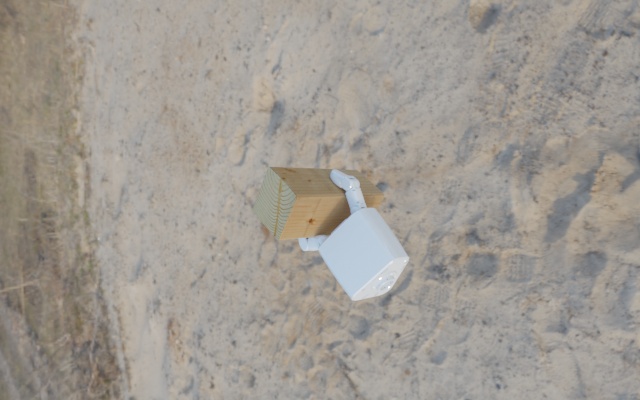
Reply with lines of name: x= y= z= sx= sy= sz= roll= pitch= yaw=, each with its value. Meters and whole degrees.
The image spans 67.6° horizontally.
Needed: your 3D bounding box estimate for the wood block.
wood block: x=0.000 y=0.003 z=0.839 sx=0.206 sy=0.091 sz=0.090 roll=-1 pitch=36 yaw=-42
